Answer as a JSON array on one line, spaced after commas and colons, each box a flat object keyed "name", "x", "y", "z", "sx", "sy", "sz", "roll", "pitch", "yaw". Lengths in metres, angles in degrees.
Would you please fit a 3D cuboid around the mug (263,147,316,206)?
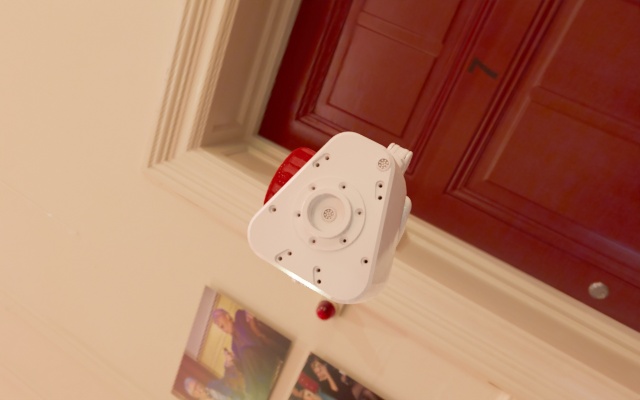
[{"name": "mug", "x": 0.000, "y": 0.002, "z": 0.483, "sx": 0.081, "sy": 0.093, "sz": 0.117, "roll": 29, "pitch": -2, "yaw": 13}]
